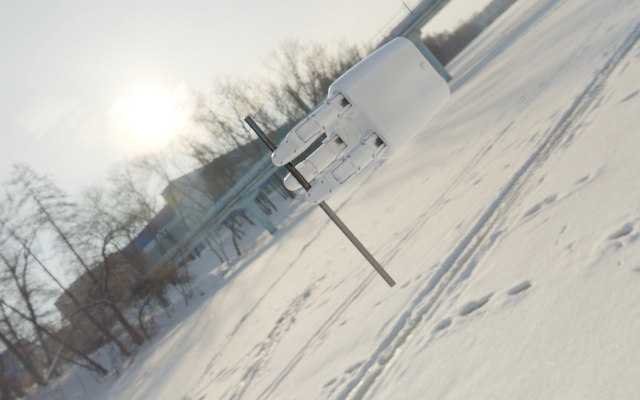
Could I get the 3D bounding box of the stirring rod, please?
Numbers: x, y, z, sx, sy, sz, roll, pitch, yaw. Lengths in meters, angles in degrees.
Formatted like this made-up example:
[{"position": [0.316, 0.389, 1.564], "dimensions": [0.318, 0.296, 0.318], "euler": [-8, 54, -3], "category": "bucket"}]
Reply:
[{"position": [0.000, 0.002, 0.515], "dimensions": [0.011, 0.239, 0.011], "euler": [-41, 2, 2], "category": "stirring rod"}]
